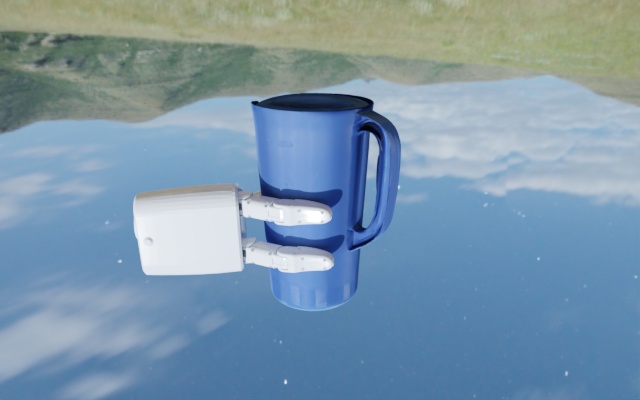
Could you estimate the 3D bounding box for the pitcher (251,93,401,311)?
[{"bbox_3d":[0.000,0.002,0.549,0.145,0.243,0.149,-4,20,-9],"label":"pitcher"}]
